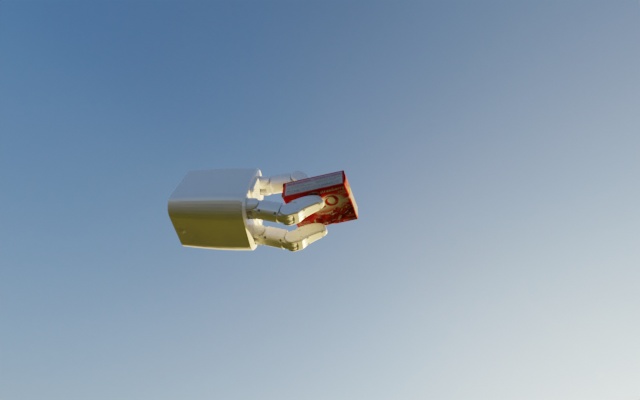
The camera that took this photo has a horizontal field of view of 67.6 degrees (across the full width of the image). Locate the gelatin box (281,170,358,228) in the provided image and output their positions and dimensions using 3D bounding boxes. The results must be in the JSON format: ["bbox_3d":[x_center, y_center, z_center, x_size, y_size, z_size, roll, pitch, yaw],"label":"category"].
[{"bbox_3d":[0.000,0.002,0.655,0.089,0.030,0.073,-12,-46,12],"label":"gelatin box"}]
